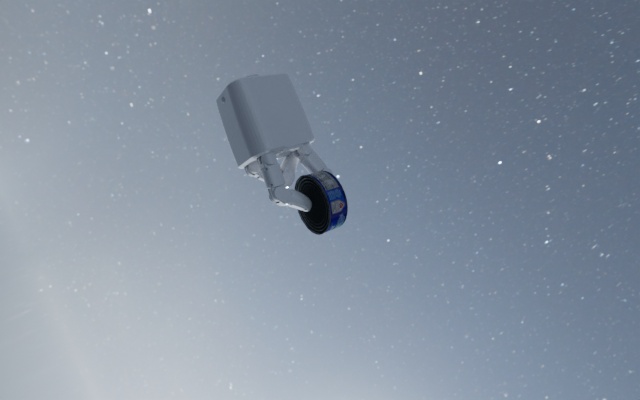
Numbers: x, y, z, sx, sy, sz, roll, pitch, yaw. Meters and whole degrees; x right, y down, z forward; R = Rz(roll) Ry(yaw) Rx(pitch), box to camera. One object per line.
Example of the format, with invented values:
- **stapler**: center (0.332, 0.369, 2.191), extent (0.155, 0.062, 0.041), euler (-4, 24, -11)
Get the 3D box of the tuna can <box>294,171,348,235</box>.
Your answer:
- **tuna can**: center (0.001, 0.002, 0.668), extent (0.033, 0.086, 0.086), euler (-18, 10, -31)
